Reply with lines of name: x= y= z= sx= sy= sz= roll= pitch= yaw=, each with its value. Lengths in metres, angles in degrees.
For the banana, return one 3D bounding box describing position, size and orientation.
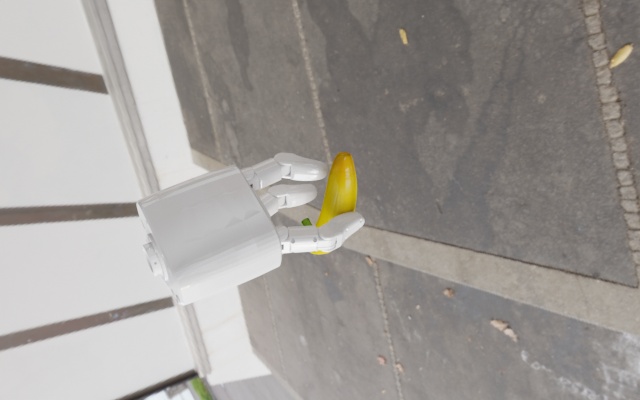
banana: x=0.007 y=0.019 z=0.562 sx=0.037 sy=0.069 sz=0.198 roll=-19 pitch=-18 yaw=-24
